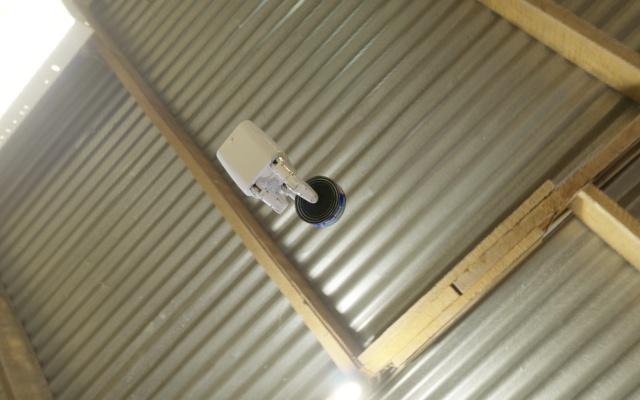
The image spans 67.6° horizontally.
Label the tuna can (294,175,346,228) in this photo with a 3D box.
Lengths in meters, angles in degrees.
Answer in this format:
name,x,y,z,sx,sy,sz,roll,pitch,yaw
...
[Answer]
name,x,y,z,sx,sy,sz,roll,pitch,yaw
tuna can,0.000,0.003,0.823,0.086,0.086,0.034,0,-15,27
